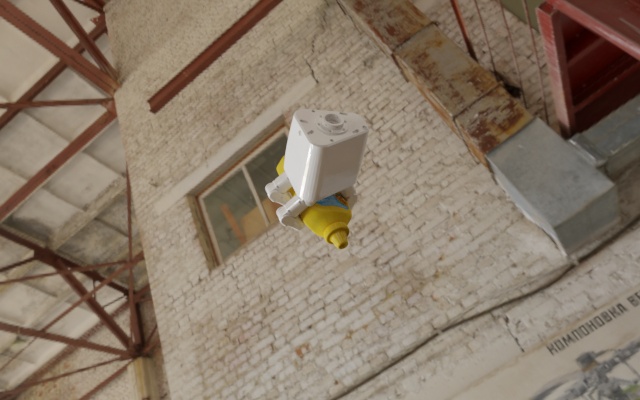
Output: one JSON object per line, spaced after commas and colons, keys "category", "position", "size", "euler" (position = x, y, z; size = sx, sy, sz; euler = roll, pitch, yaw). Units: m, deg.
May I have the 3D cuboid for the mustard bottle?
{"category": "mustard bottle", "position": [0.000, 0.003, 0.788], "size": [0.096, 0.058, 0.191], "euler": [11, 37, -39]}
